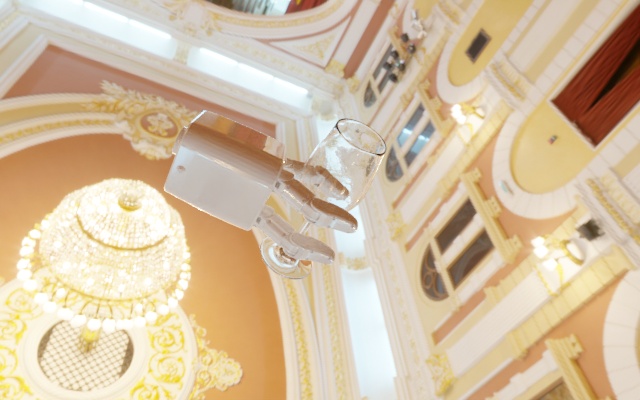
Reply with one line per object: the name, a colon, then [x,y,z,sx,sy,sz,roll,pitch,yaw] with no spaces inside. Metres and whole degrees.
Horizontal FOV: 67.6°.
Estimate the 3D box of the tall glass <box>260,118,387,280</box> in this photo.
tall glass: [0.000,0.002,0.561,0.079,0.201,0.079,22,35,-16]
